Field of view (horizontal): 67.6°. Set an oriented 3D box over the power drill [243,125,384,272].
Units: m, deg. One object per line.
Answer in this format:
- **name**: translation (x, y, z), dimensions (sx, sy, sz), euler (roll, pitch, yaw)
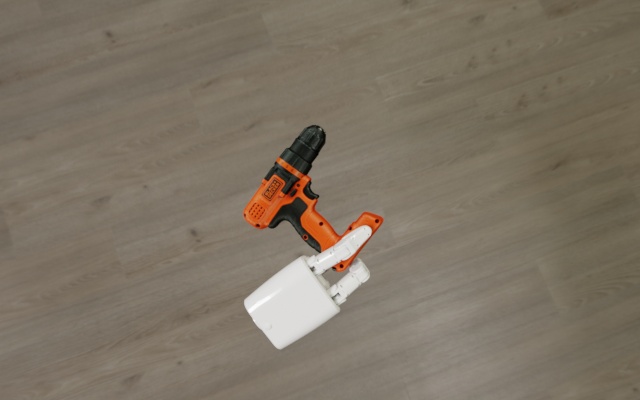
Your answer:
- **power drill**: translation (0.000, 0.003, 0.725), dimensions (0.187, 0.184, 0.057), euler (37, 6, 10)
